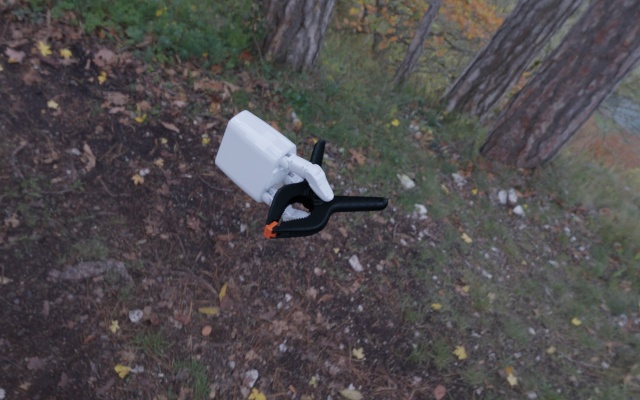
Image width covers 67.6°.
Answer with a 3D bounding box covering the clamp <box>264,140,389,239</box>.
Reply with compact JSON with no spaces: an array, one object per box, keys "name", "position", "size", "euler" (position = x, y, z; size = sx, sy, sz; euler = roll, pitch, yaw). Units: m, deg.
[{"name":"clamp","position":[0.000,0.002,0.758],"size":[0.210,0.164,0.036],"euler":[-43,-15,-34]}]
